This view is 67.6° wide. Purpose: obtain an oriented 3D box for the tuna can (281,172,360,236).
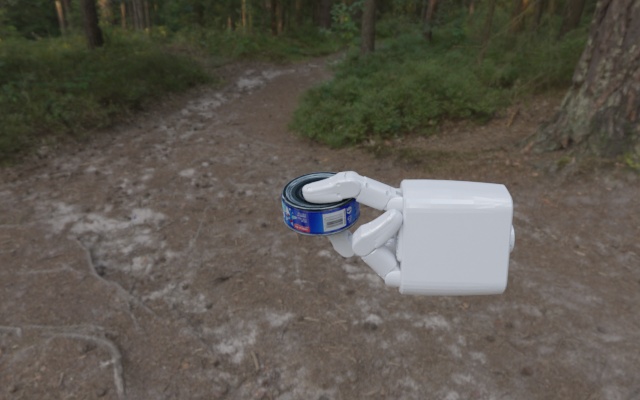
[{"bbox_3d":[0.000,0.001,0.525,0.086,0.034,0.086,-4,31,2],"label":"tuna can"}]
